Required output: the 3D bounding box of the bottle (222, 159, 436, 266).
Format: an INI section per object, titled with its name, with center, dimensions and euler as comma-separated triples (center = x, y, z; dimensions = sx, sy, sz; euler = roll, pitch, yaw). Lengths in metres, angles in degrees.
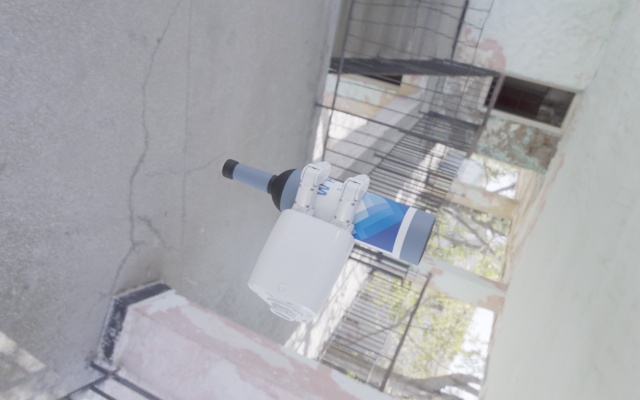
[bottle]
center = 0.000, 0.002, 0.635
dimensions = 0.295, 0.069, 0.069
euler = 20, 6, 16
